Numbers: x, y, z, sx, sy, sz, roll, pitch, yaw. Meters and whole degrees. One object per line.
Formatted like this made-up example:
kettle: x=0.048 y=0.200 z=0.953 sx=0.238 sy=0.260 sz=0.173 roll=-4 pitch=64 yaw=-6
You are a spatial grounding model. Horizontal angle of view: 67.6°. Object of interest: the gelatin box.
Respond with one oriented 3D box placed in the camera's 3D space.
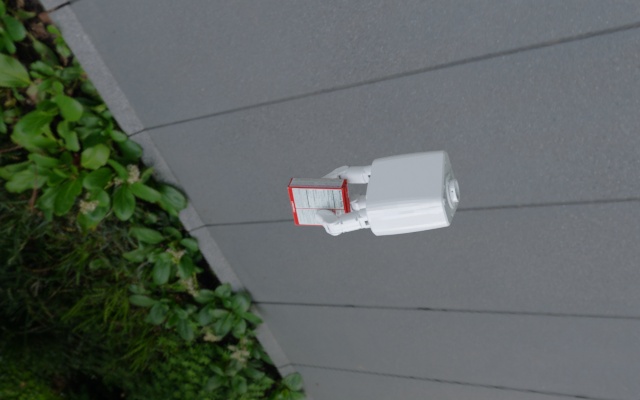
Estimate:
gelatin box: x=0.000 y=0.003 z=0.729 sx=0.089 sy=0.073 sz=0.030 roll=1 pitch=37 yaw=15
